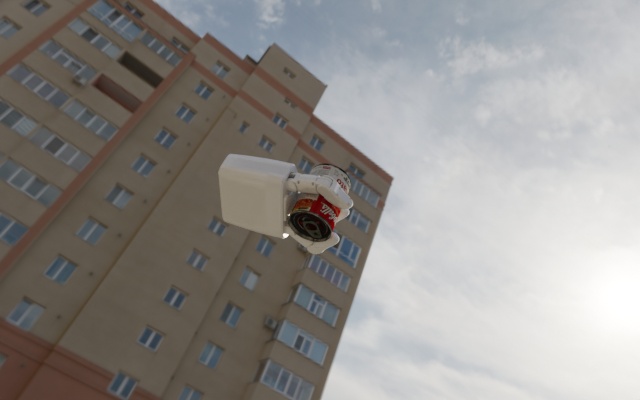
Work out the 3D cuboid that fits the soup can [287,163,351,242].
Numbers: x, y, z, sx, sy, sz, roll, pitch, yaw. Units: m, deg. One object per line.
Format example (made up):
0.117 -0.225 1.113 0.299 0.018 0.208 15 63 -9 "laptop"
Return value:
0.001 0.002 0.719 0.068 0.102 0.069 15 -38 12 "soup can"
